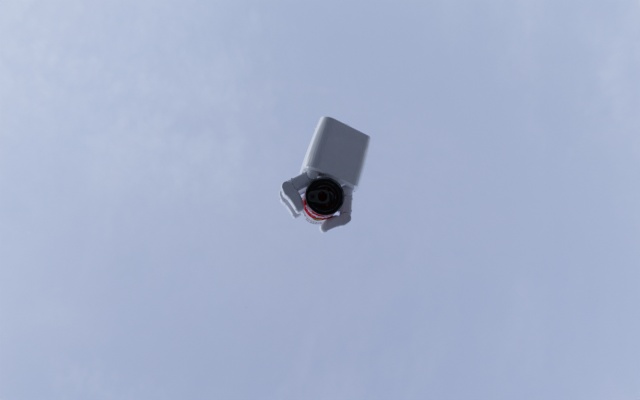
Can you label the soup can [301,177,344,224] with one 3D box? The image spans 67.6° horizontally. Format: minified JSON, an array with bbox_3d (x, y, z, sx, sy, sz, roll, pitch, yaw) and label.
[{"bbox_3d":[0.000,0.003,0.860,0.068,0.068,0.102,0,-12,-9],"label":"soup can"}]
